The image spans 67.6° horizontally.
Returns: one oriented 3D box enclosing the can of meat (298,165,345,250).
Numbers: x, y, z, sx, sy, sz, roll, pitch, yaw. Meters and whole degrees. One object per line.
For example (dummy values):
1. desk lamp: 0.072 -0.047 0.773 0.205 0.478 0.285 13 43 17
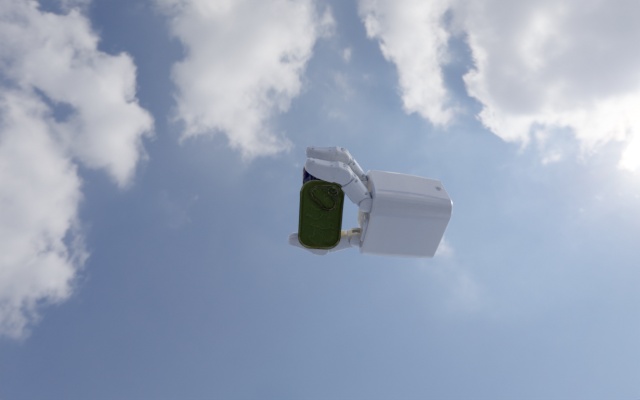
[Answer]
1. can of meat: 0.000 0.002 0.657 0.057 0.102 0.084 3 27 -2
